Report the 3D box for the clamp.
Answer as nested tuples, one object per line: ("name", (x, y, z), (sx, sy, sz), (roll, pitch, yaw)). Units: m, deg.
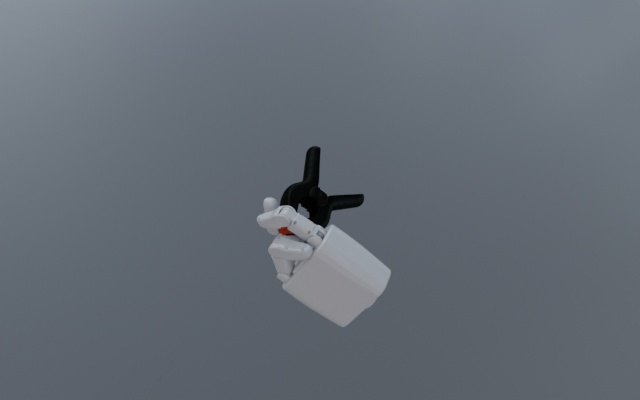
("clamp", (0.000, 0.002, 0.710), (0.120, 0.171, 0.039), (37, -42, -6))
